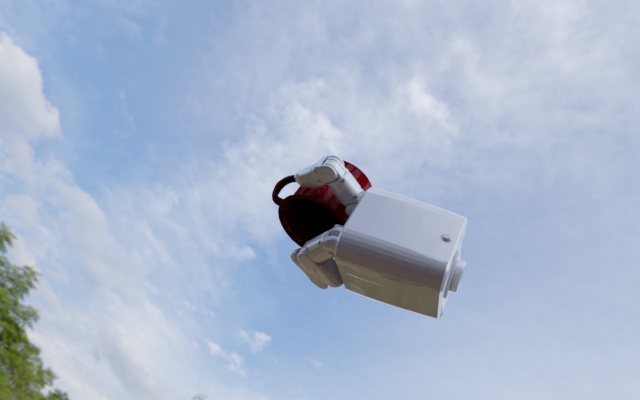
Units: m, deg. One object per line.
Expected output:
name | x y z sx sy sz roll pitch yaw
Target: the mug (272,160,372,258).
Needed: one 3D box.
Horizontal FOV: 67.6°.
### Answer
mug | -0.001 0.001 0.560 0.117 0.093 0.081 20 47 19
